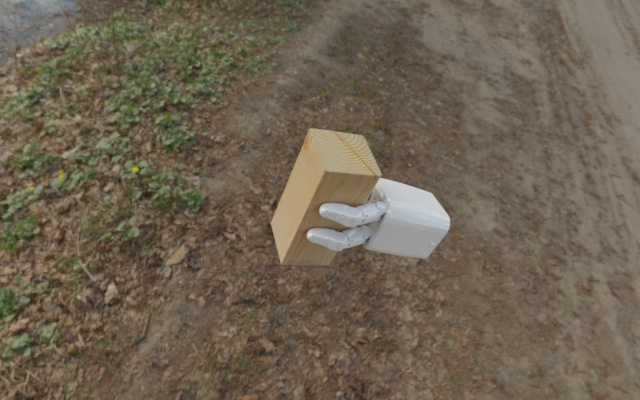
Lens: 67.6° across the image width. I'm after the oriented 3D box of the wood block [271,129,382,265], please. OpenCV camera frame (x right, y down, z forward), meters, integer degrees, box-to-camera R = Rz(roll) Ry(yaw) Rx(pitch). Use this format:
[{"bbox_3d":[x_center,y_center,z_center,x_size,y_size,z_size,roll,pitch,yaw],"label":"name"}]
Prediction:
[{"bbox_3d":[0.000,0.002,0.730,0.090,0.090,0.206,4,-45,-24],"label":"wood block"}]
